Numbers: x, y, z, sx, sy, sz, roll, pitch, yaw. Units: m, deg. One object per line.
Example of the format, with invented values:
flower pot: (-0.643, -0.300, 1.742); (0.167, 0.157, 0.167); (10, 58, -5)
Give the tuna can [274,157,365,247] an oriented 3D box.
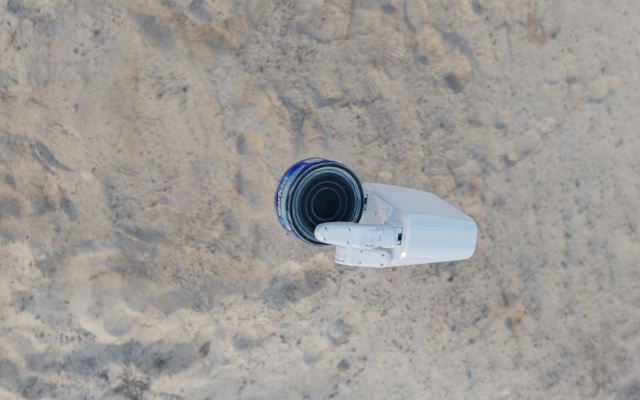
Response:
tuna can: (0.000, 0.002, 0.471); (0.086, 0.086, 0.033); (0, 9, -26)
